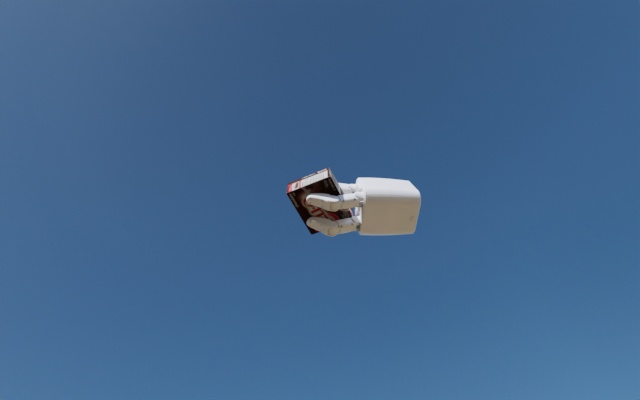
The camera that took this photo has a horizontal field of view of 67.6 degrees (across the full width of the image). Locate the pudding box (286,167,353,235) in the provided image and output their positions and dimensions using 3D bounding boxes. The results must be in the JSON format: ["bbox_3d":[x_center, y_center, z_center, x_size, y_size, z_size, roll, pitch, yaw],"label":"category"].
[{"bbox_3d":[0.000,0.003,0.897,0.090,0.113,0.039,-21,32,13],"label":"pudding box"}]
